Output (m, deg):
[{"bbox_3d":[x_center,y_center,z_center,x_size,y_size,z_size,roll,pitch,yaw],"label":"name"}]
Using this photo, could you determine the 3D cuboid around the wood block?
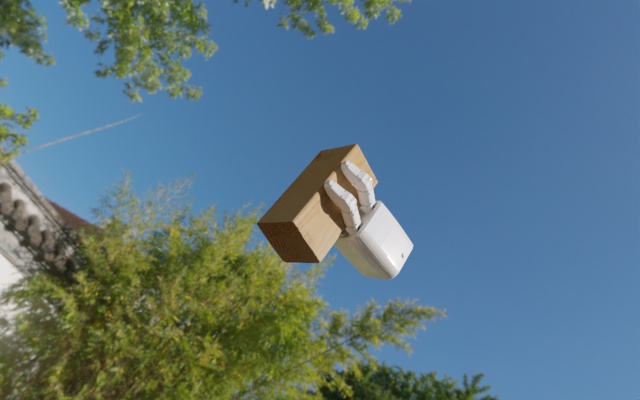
[{"bbox_3d":[0.000,0.003,0.814,0.091,0.090,0.206,-6,35,44],"label":"wood block"}]
